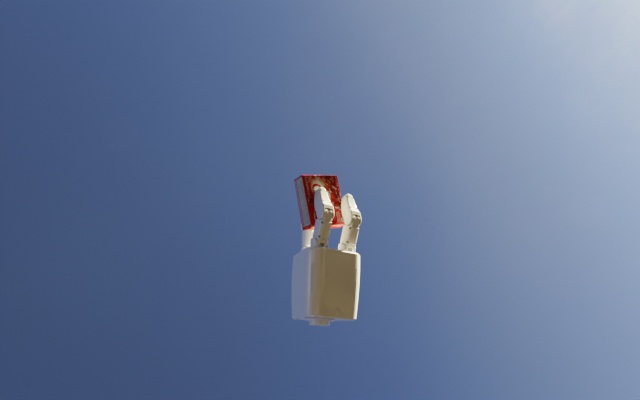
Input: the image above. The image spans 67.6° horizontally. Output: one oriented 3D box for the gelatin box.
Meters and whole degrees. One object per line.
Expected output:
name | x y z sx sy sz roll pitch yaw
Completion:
gelatin box | 0.000 0.002 0.796 0.073 0.089 0.030 -2 -15 -35
